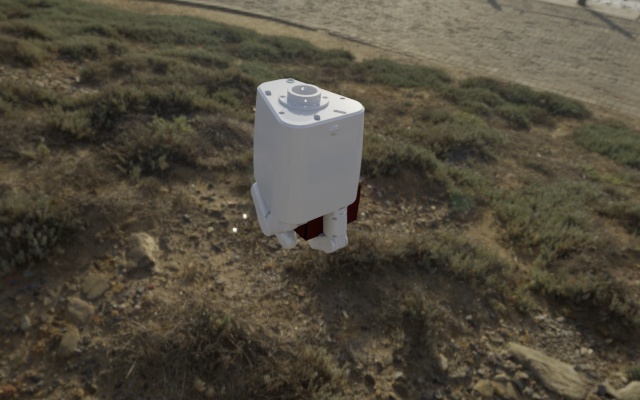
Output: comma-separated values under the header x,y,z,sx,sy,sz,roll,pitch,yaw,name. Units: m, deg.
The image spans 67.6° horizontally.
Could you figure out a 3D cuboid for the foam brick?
x,y,z,sx,sy,sz,roll,pitch,yaw,name
0.000,0.002,0.550,0.078,0.051,0.053,-21,42,-32,foam brick
